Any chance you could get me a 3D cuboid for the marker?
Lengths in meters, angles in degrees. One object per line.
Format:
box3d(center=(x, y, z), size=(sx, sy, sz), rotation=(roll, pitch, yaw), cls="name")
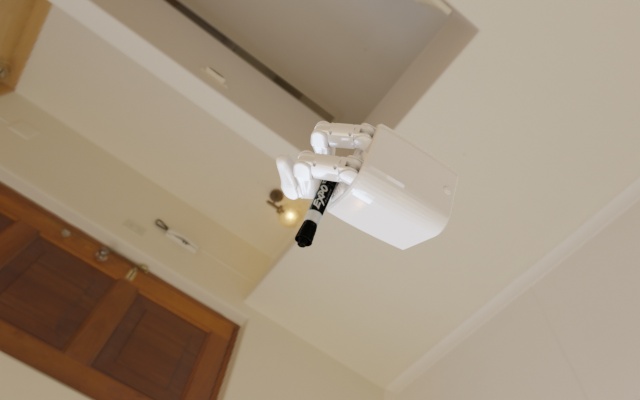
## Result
box3d(center=(0.000, 0.002, 0.521), size=(0.020, 0.121, 0.020), rotation=(15, -38, 12), cls="marker")
